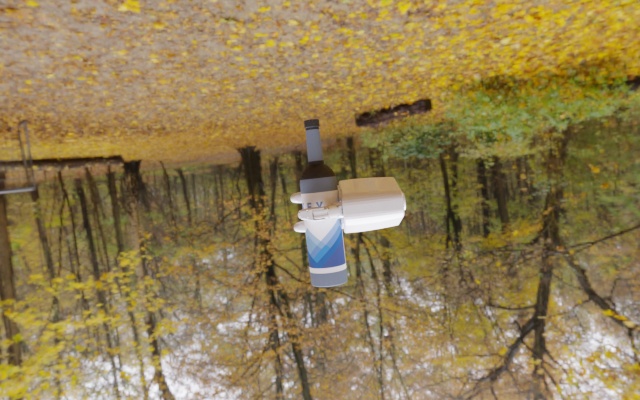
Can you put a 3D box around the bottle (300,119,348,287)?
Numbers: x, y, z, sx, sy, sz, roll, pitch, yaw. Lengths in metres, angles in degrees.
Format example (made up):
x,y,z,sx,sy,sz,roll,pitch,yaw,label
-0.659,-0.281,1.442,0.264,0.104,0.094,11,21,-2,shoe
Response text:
x,y,z,sx,sy,sz,roll,pitch,yaw,label
0.000,0.003,0.859,0.069,0.296,0.069,-6,3,0,bottle
